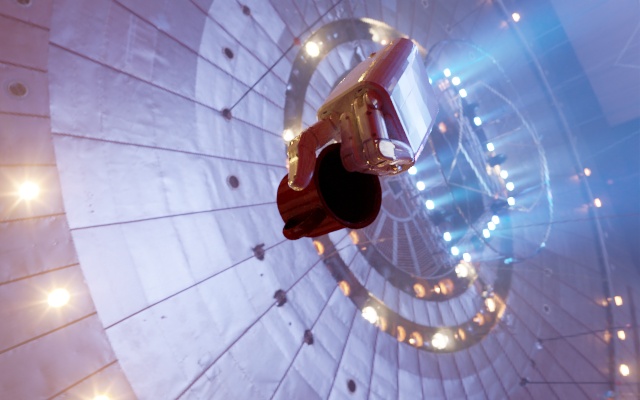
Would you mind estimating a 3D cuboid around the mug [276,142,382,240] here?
[{"bbox_3d":[-0.001,0.003,0.511,0.081,0.093,0.117,-22,24,48],"label":"mug"}]
